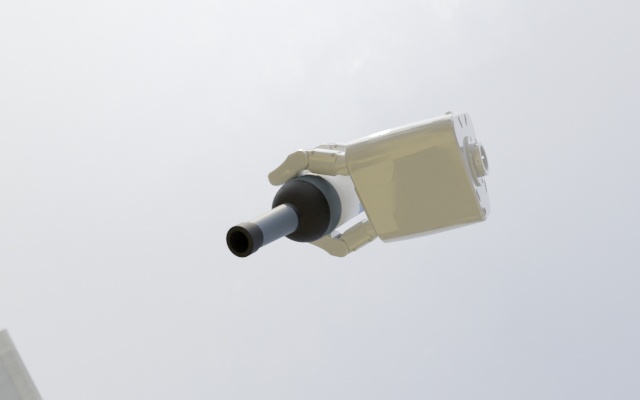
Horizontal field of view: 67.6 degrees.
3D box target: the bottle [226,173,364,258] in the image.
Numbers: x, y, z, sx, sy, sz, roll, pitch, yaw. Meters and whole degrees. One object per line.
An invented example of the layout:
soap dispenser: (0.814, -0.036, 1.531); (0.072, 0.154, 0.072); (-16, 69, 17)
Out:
bottle: (0.000, 0.002, 0.513); (0.069, 0.069, 0.295); (0, 13, 27)
